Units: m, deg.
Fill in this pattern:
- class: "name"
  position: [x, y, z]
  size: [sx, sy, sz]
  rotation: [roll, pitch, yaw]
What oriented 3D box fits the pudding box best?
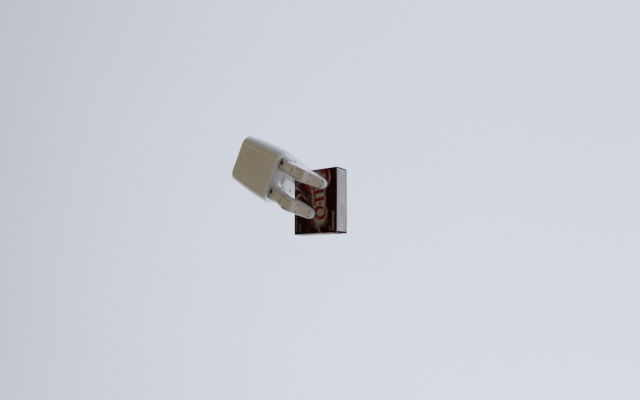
- class: "pudding box"
  position: [0.000, 0.003, 0.816]
  size: [0.090, 0.113, 0.039]
  rotation: [-6, -8, 37]
